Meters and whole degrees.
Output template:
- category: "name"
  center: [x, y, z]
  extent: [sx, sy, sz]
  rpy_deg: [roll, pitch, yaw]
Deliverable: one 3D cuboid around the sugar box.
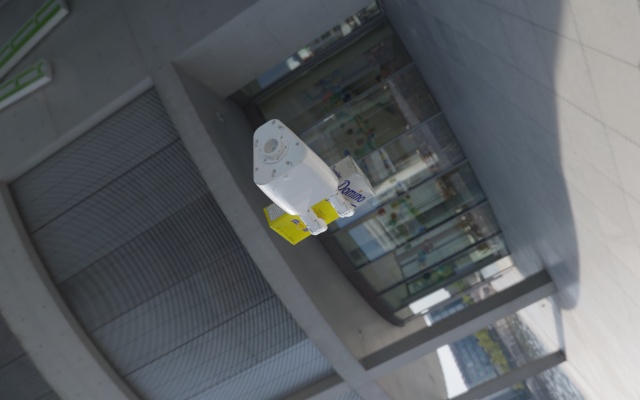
- category: "sugar box"
  center: [0.000, 0.003, 0.827]
  extent: [0.176, 0.048, 0.093]
  rpy_deg: [-30, -35, 11]
